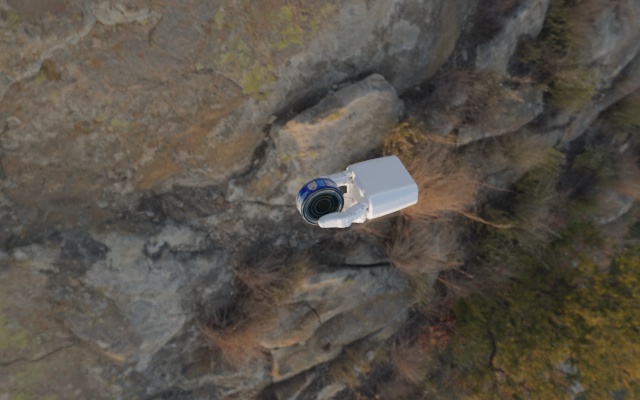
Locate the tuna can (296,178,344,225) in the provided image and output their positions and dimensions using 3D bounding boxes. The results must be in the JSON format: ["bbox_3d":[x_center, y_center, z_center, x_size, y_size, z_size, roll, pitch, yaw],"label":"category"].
[{"bbox_3d":[0.000,0.003,0.879,0.086,0.086,0.033,0,35,-24],"label":"tuna can"}]
